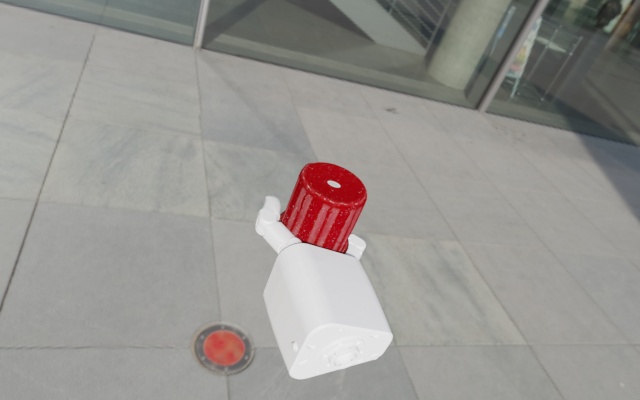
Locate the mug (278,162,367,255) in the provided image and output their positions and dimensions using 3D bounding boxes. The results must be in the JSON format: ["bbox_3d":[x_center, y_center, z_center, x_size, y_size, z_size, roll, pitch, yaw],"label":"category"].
[{"bbox_3d":[0.000,0.001,0.565,0.093,0.081,0.117,3,40,-26],"label":"mug"}]
